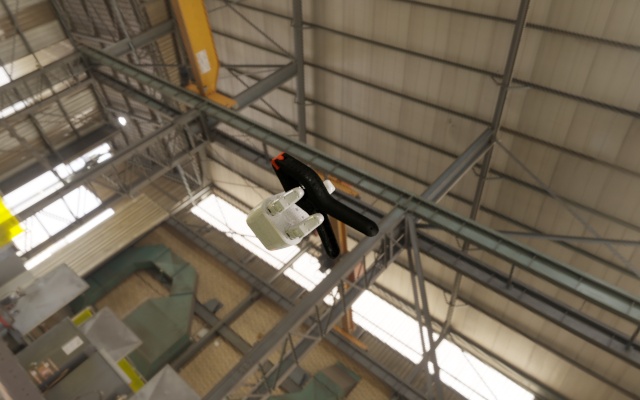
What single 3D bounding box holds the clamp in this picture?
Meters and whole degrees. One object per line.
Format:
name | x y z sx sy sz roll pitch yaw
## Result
clamp | 0.000 0.002 0.799 0.036 0.210 0.164 -41 7 -32
